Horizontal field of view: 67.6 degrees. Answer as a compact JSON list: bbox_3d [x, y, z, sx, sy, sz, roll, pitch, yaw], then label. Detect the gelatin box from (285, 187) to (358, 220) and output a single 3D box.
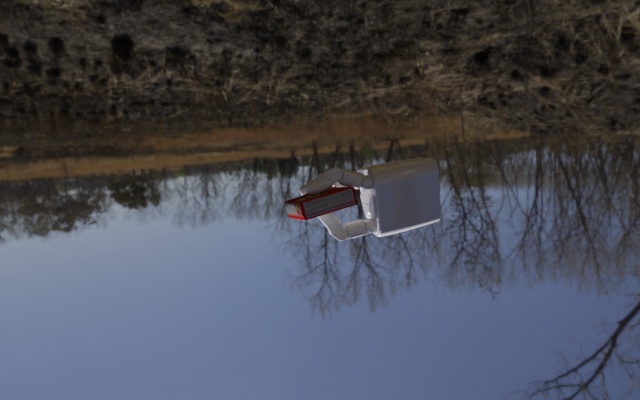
[{"bbox_3d":[0.000,0.003,0.717,0.089,0.030,0.073,-18,8,-21],"label":"gelatin box"}]
